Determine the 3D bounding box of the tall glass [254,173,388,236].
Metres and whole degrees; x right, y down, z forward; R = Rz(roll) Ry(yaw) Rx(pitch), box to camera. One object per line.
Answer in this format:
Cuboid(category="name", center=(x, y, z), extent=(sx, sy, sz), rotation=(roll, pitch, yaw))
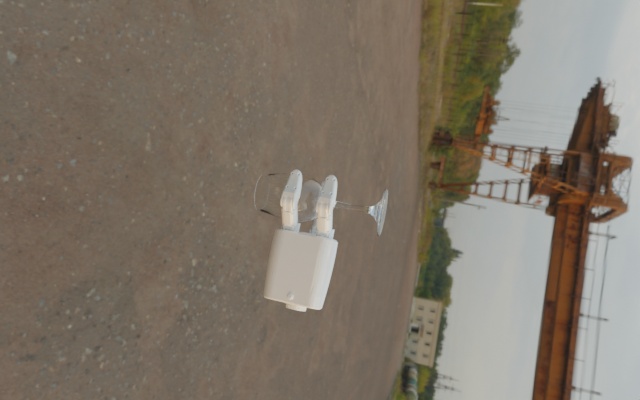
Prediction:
Cuboid(category="tall glass", center=(0.001, 0.002, 0.750), extent=(0.201, 0.079, 0.079), rotation=(10, 2, 13))
